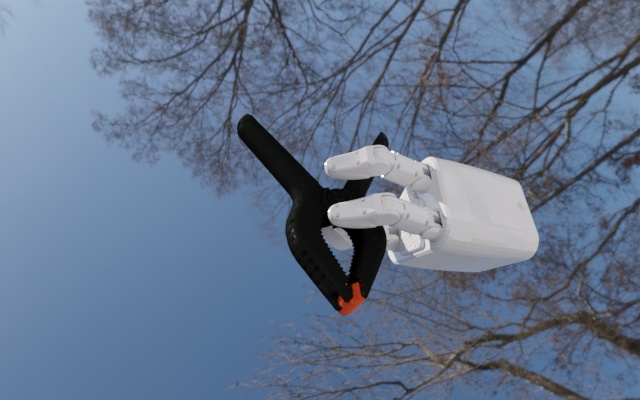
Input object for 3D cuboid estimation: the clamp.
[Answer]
[{"bbox_3d":[0.000,0.002,0.446,0.164,0.209,0.036,9,-37,-17],"label":"clamp"}]
